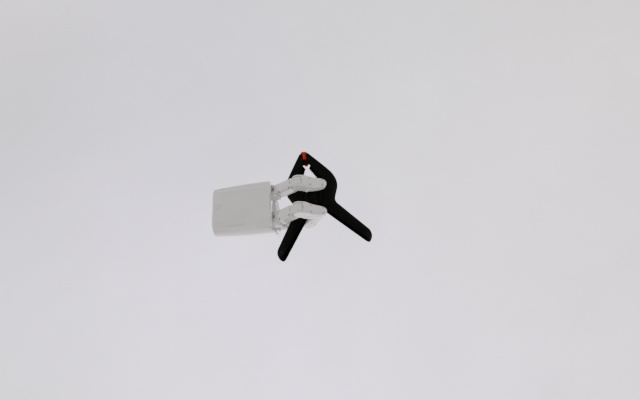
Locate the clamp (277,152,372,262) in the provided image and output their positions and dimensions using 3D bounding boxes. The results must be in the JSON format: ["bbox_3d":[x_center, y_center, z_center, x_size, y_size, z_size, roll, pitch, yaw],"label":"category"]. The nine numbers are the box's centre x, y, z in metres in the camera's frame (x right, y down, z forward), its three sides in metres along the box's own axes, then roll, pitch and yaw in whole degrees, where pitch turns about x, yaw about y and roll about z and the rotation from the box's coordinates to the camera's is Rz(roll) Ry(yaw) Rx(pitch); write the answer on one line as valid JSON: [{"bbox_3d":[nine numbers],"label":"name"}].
[{"bbox_3d":[0.000,0.003,0.857,0.164,0.209,0.036,-6,-29,1],"label":"clamp"}]
